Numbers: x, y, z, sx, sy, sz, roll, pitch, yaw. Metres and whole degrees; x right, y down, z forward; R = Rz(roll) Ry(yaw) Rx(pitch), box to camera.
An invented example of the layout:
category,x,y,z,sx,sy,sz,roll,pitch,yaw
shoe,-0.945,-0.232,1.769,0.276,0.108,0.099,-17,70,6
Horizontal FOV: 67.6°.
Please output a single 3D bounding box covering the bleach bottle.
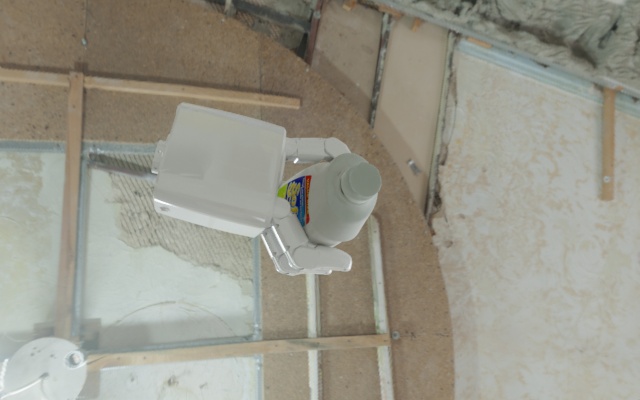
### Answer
category,x,y,z,sx,sy,sz,roll,pitch,yaw
bleach bottle,0.000,0.002,0.498,0.068,0.102,0.251,13,-16,-14
